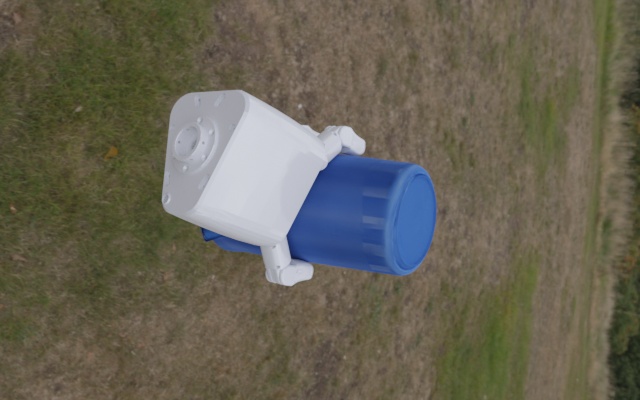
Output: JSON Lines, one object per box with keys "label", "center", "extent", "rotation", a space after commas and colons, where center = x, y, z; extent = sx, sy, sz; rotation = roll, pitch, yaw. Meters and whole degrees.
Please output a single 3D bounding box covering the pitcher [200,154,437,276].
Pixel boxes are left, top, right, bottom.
{"label": "pitcher", "center": [0.000, 0.002, 0.526], "extent": [0.243, 0.149, 0.145], "rotation": [7, -13, 35]}
